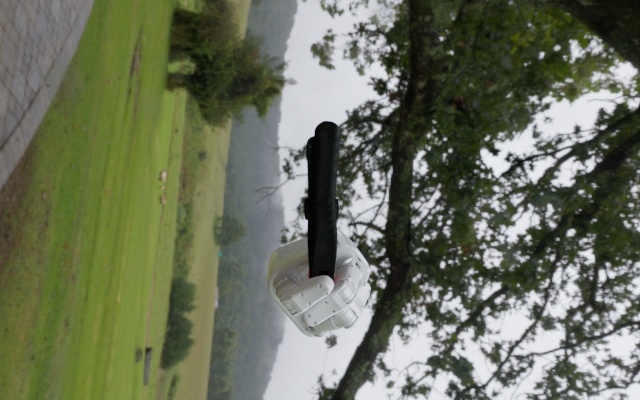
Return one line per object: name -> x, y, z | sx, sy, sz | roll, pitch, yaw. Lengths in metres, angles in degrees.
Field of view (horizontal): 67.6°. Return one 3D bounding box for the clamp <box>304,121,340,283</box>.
clamp -> 0.001, 0.002, 0.514 | 0.039, 0.171, 0.120 | 3, 9, -1
